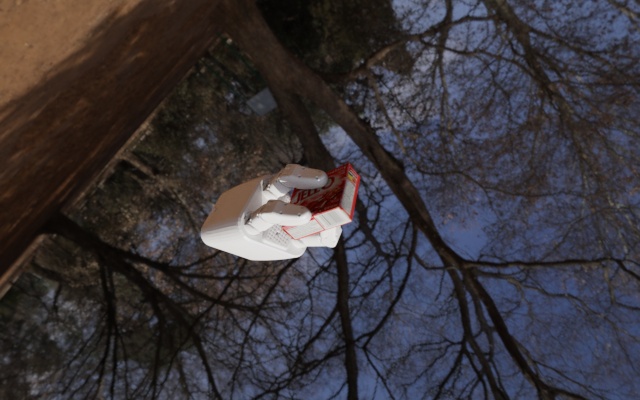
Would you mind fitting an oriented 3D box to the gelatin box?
[{"bbox_3d":[0.001,0.002,0.571,0.089,0.073,0.030,-21,-53,33],"label":"gelatin box"}]
